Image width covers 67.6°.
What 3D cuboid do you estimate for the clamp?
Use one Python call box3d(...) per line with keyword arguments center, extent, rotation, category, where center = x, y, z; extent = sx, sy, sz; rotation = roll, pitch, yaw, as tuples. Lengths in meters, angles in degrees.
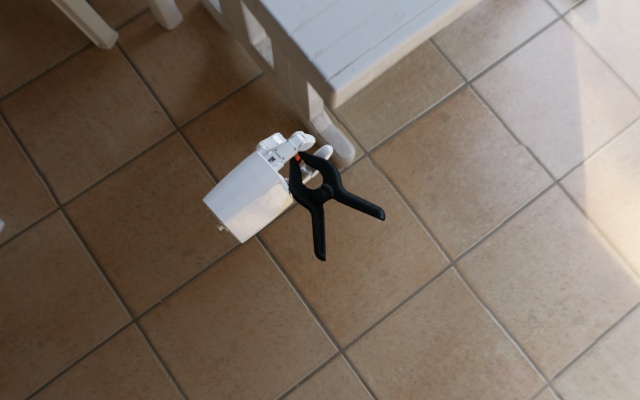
box3d(center=(0.000, 0.002, 0.716), extent=(0.120, 0.171, 0.039), rotation=(-42, -9, -9), category="clamp")
